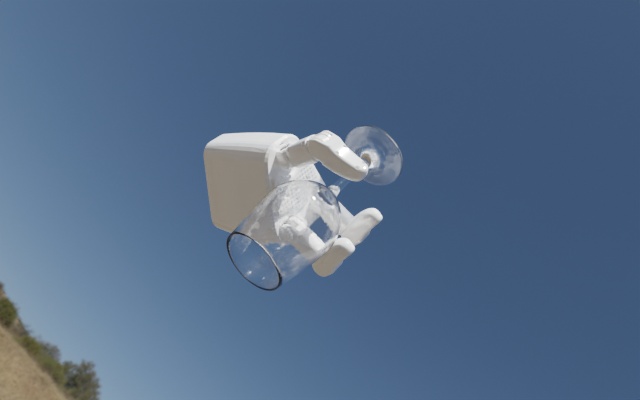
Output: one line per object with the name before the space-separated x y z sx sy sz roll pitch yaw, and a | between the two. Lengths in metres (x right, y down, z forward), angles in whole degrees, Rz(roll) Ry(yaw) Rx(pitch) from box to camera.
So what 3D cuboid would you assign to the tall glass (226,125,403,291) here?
tall glass | 0.001 0.001 0.468 0.079 0.079 0.201 0 31 43
